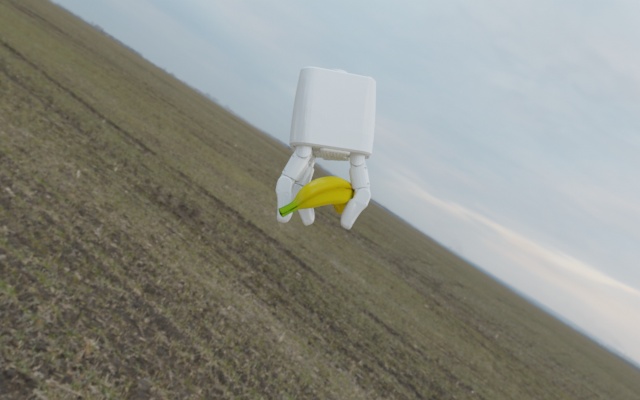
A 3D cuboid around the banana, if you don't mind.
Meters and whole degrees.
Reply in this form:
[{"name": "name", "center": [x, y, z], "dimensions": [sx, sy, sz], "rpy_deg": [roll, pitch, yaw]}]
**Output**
[{"name": "banana", "center": [0.014, -0.005, 0.659], "dimensions": [0.069, 0.037, 0.198], "rpy_deg": [-25, -12, 23]}]
